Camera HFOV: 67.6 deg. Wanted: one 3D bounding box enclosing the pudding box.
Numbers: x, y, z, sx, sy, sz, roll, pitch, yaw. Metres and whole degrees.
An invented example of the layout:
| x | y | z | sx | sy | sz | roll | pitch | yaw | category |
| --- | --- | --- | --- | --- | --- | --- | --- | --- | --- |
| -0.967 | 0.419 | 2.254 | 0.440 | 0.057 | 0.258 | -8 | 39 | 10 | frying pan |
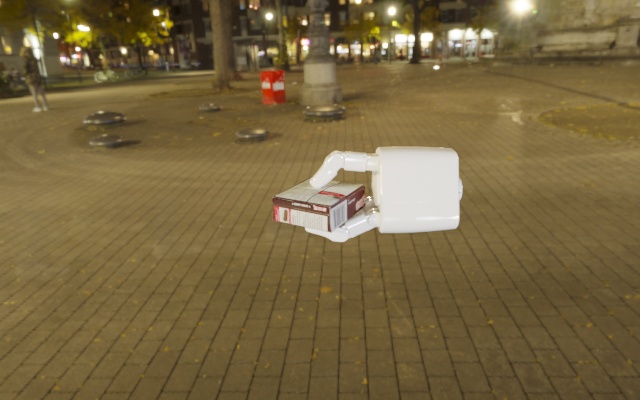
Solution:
| x | y | z | sx | sy | sz | roll | pitch | yaw | category |
| --- | --- | --- | --- | --- | --- | --- | --- | --- | --- |
| 0.000 | 0.002 | 0.658 | 0.090 | 0.039 | 0.113 | 9 | 19 | 27 | pudding box |
